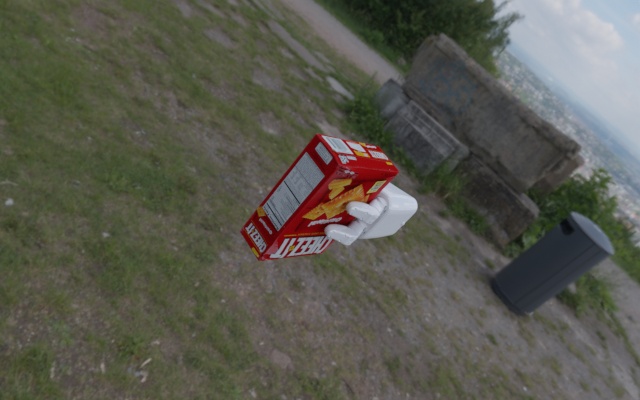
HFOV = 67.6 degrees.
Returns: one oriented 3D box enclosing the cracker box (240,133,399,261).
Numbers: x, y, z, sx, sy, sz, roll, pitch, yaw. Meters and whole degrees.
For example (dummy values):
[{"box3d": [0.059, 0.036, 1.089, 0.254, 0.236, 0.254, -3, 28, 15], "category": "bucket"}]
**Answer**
[{"box3d": [0.000, 0.002, 0.757, 0.164, 0.072, 0.214, 2, -44, -52], "category": "cracker box"}]
